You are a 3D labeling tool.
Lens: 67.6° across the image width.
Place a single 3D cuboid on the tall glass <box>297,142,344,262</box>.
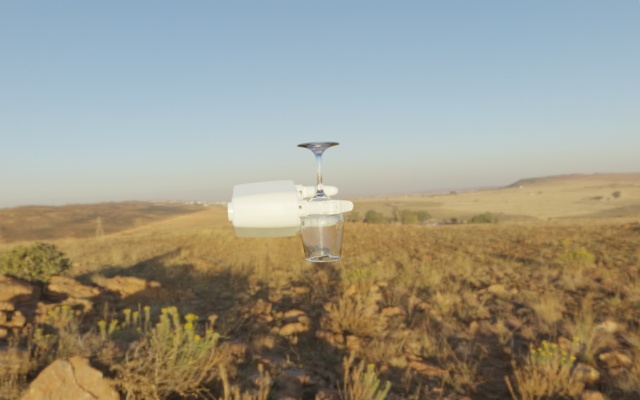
[{"bbox_3d":[0.000,0.002,0.825,0.079,0.201,0.079,-3,1,0],"label":"tall glass"}]
